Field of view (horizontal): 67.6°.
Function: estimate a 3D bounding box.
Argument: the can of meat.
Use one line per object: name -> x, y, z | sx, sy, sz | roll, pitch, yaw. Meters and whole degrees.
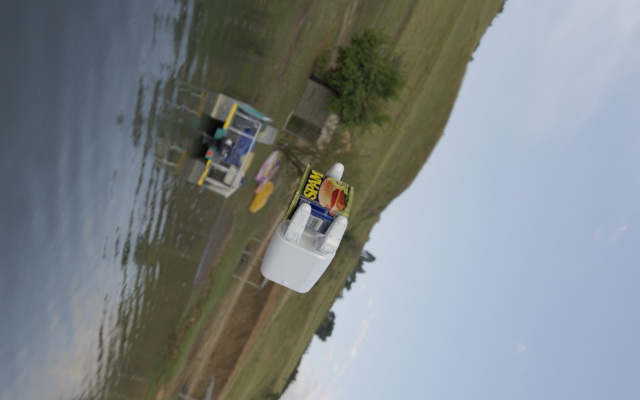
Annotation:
can of meat -> 0.000, 0.002, 0.731 | 0.084, 0.057, 0.102 | 24, 38, -5
